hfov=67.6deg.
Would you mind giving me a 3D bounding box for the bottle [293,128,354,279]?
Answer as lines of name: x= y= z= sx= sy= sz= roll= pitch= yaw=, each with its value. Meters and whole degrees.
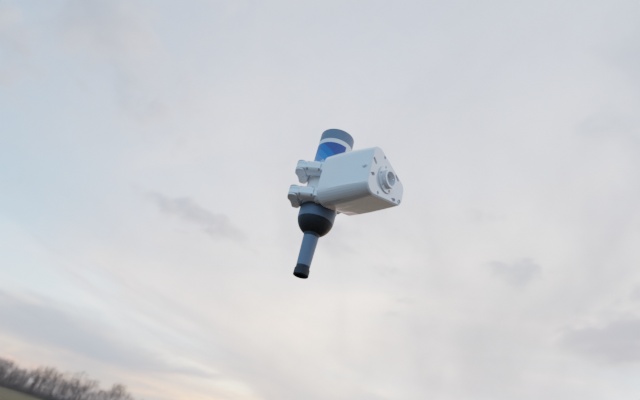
bottle: x=0.000 y=0.003 z=0.874 sx=0.069 sy=0.295 sz=0.069 roll=12 pitch=-29 yaw=7
